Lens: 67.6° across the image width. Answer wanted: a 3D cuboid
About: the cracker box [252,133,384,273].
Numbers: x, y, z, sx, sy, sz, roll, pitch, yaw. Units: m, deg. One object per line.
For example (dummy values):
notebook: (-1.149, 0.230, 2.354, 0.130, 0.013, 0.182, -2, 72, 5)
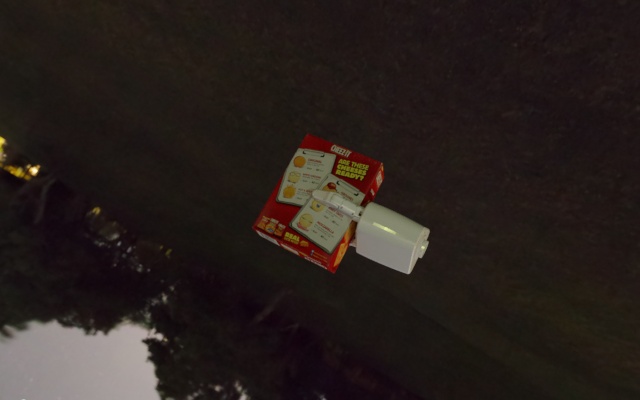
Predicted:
cracker box: (0.000, 0.003, 0.892, 0.164, 0.213, 0.072, 24, -15, 19)
